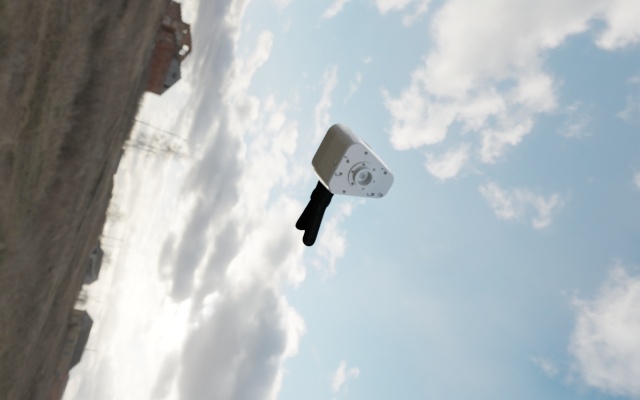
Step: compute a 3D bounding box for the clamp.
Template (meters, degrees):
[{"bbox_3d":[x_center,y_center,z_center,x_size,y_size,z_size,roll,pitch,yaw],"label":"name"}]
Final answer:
[{"bbox_3d":[0.001,0.003,0.880,0.039,0.171,0.120,20,17,-19],"label":"clamp"}]
